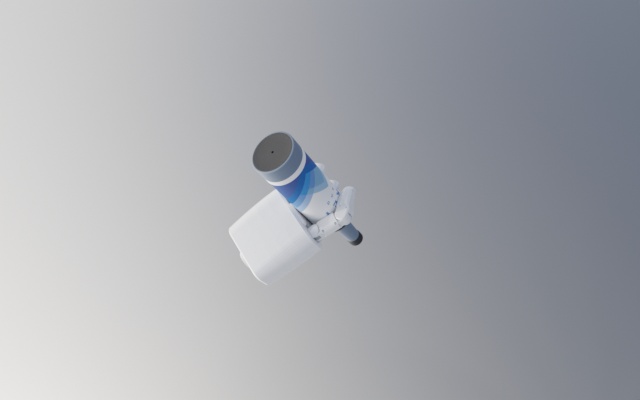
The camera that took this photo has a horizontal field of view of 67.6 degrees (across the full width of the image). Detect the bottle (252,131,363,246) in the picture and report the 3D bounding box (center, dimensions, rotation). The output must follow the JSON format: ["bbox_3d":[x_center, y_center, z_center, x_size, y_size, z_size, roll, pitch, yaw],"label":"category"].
[{"bbox_3d":[0.000,0.002,0.749,0.069,0.069,0.296,0,-27,29],"label":"bottle"}]
